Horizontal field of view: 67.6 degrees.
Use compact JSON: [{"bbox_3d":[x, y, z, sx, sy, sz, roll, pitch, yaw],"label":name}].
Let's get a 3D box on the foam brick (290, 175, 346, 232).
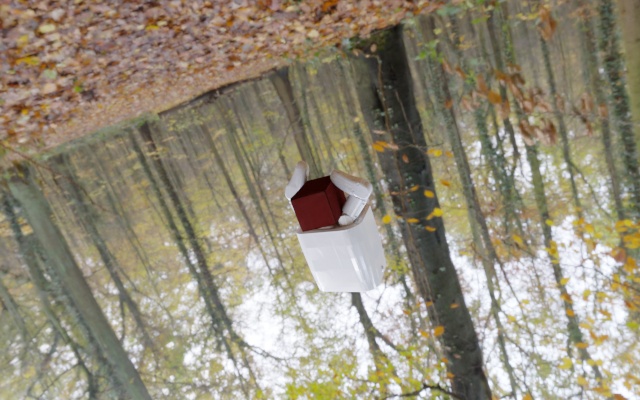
[{"bbox_3d":[0.000,0.002,0.667,0.053,0.051,0.078,-13,16,21],"label":"foam brick"}]
